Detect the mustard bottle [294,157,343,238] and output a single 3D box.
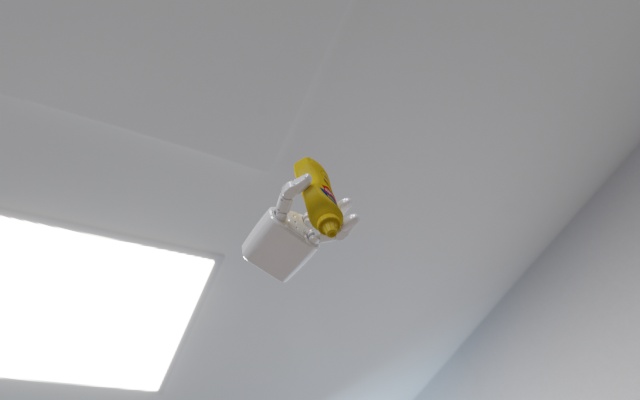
[{"bbox_3d":[0.000,0.003,0.882,0.058,0.096,0.191,-29,36,8],"label":"mustard bottle"}]
